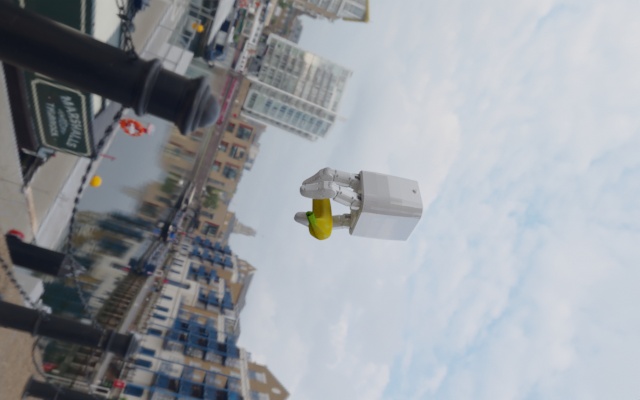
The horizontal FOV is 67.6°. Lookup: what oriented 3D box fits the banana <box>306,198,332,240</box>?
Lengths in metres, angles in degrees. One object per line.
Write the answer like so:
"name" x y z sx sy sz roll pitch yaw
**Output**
"banana" 0.001 0.021 0.813 0.037 0.070 0.197 -3 16 3
